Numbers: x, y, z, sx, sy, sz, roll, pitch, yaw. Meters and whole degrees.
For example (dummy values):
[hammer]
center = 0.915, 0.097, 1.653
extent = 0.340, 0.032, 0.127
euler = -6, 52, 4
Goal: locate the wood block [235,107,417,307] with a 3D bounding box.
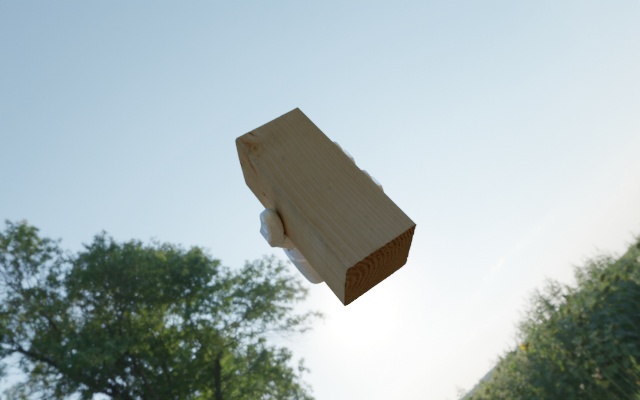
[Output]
[wood block]
center = 0.000, 0.002, 0.537
extent = 0.091, 0.206, 0.090
euler = -31, -30, -19
